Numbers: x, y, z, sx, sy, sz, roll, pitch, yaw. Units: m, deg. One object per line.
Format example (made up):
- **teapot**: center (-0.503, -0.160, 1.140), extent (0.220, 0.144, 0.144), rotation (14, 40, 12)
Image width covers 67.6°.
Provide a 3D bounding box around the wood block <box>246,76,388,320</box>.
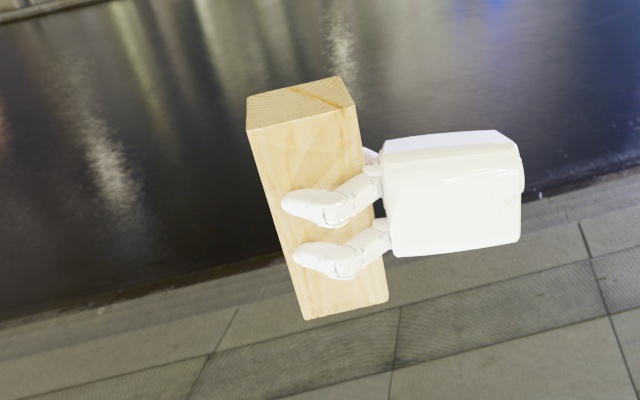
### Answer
- **wood block**: center (0.000, 0.001, 0.457), extent (0.090, 0.206, 0.090), rotation (-13, 30, 0)
